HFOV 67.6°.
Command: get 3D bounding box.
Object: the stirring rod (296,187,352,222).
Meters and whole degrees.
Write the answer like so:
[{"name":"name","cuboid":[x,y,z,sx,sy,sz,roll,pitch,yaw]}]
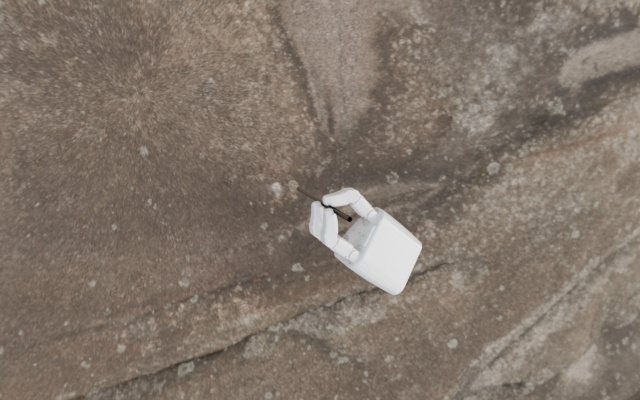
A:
[{"name":"stirring rod","cuboid":[0.000,0.003,0.796,0.011,0.011,0.239,0,12,-21]}]
